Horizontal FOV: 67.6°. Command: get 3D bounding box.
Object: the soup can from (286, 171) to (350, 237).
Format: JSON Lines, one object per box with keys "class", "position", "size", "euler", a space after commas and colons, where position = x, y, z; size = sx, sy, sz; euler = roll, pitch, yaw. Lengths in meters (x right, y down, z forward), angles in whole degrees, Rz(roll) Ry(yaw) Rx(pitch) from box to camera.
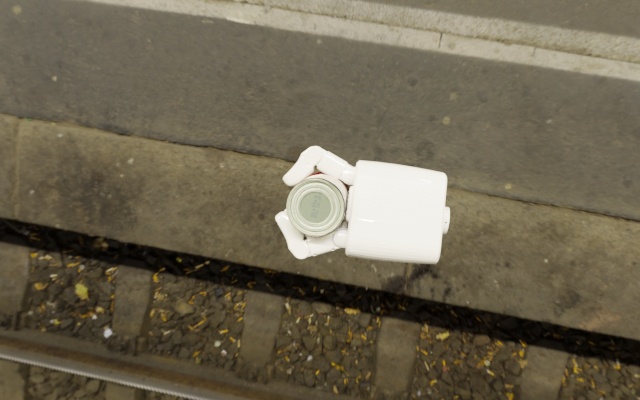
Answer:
{"class": "soup can", "position": [0.000, 0.002, 0.572], "size": [0.068, 0.068, 0.102], "euler": [0, 7, 7]}
